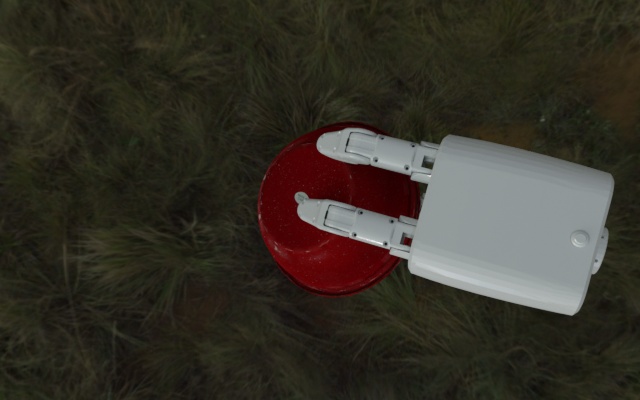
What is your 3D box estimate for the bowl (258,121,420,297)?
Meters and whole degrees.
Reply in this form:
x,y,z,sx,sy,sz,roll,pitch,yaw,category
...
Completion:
x,y,z,sx,sy,sz,roll,pitch,yaw,category
-0.001,0.001,0.414,0.162,0.162,0.055,0,-10,32,bowl
